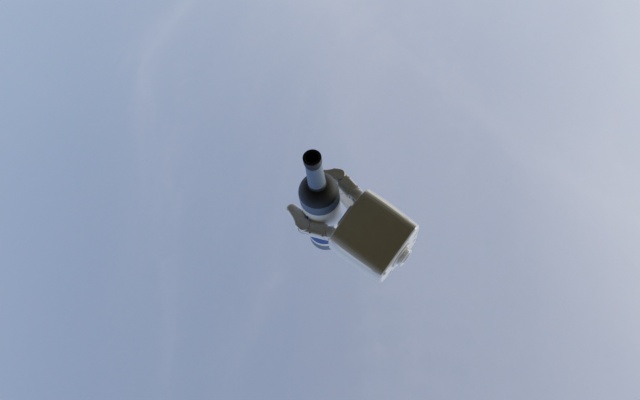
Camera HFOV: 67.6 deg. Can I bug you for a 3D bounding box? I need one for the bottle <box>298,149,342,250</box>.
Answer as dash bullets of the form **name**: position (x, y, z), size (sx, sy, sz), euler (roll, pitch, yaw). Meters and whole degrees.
- **bottle**: position (0.000, 0.003, 0.802), size (0.069, 0.069, 0.296), euler (0, -25, 5)
